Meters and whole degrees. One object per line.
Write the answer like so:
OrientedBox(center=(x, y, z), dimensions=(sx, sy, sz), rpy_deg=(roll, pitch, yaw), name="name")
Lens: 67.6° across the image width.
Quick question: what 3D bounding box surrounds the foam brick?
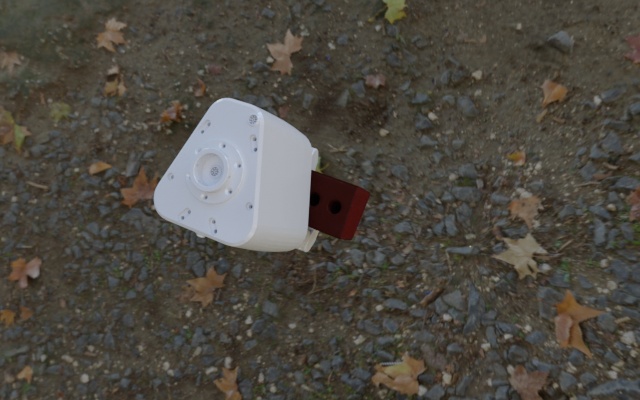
OrientedBox(center=(0.000, 0.002, 0.467), dimensions=(0.078, 0.053, 0.051), rpy_deg=(20, 0, 18), name="foam brick")
